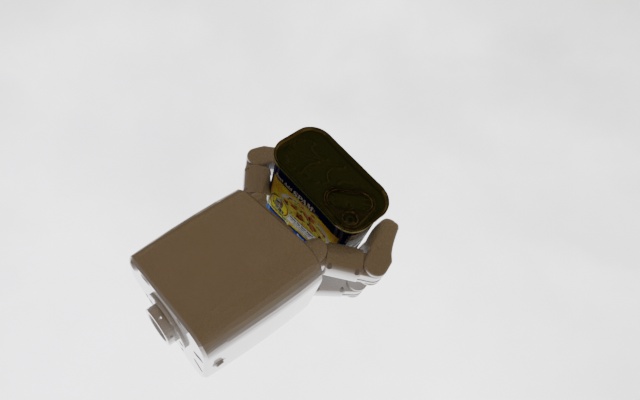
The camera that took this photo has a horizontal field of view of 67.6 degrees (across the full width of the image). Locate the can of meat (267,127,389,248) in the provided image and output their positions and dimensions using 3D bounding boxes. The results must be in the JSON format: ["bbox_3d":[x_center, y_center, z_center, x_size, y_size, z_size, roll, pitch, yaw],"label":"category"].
[{"bbox_3d":[0.000,0.001,0.418,0.057,0.102,0.084,-36,-17,-30],"label":"can of meat"}]
